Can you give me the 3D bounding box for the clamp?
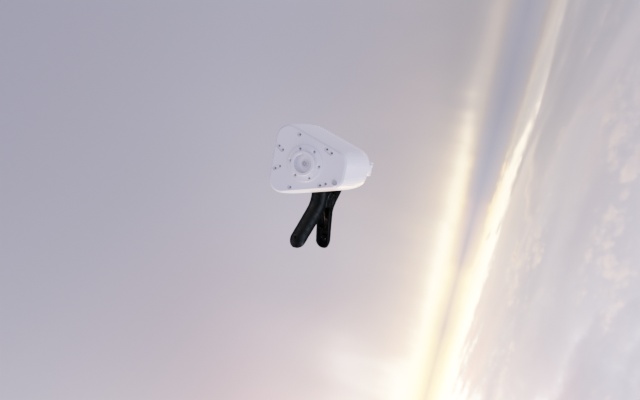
[{"bbox_3d":[0.001,0.003,0.767,0.039,0.171,0.120,15,10,19],"label":"clamp"}]
